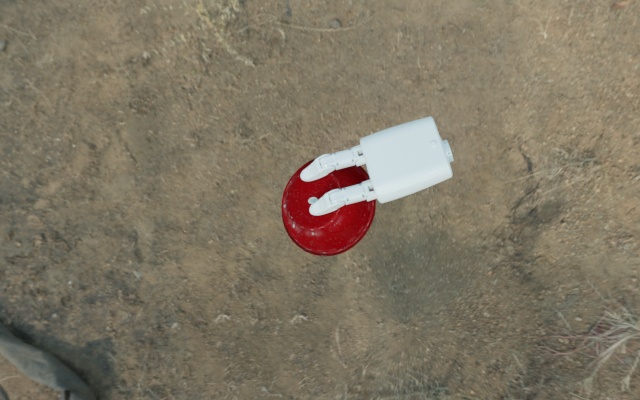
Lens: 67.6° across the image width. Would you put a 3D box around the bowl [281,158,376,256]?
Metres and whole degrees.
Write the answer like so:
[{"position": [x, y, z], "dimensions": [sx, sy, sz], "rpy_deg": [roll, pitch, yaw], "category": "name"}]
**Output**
[{"position": [-0.001, 0.003, 0.728], "dimensions": [0.162, 0.162, 0.055], "rpy_deg": [0, -10, 24], "category": "bowl"}]
